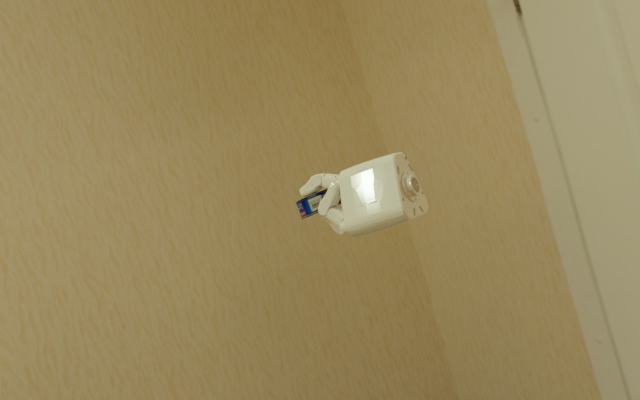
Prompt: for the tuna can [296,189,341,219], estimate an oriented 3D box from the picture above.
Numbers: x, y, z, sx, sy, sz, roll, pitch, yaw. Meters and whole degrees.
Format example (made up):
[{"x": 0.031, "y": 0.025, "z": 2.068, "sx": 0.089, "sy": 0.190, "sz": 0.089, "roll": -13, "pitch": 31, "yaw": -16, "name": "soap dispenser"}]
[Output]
[{"x": 0.000, "y": 0.002, "z": 0.862, "sx": 0.086, "sy": 0.034, "sz": 0.086, "roll": -21, "pitch": -2, "yaw": -1, "name": "tuna can"}]
